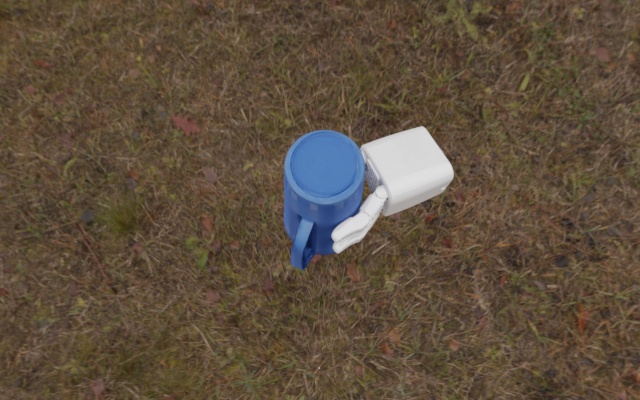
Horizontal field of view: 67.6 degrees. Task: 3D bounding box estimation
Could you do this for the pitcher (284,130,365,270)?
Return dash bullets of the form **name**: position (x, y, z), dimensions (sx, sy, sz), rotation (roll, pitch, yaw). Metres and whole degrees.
- **pitcher**: position (0.000, 0.002, 0.732), dimensions (0.145, 0.149, 0.243), rotation (-19, -18, -7)
